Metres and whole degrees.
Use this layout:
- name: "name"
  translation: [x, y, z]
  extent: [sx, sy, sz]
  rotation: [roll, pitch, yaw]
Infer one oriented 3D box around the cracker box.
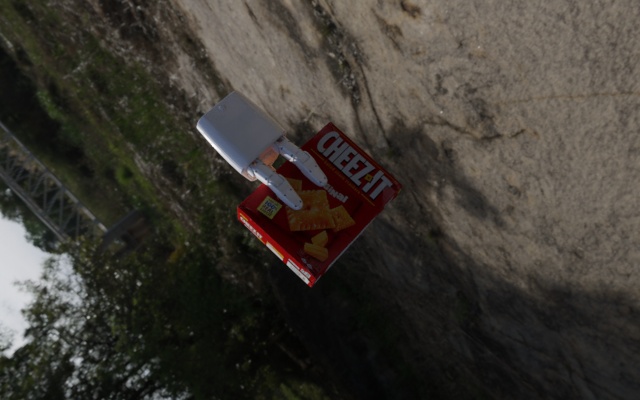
- name: "cracker box"
  translation: [0.000, 0.003, 0.763]
  extent: [0.213, 0.164, 0.072]
  rotation: [-45, -8, -19]
